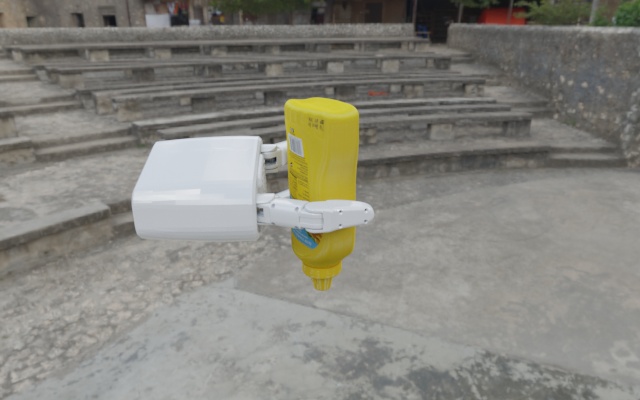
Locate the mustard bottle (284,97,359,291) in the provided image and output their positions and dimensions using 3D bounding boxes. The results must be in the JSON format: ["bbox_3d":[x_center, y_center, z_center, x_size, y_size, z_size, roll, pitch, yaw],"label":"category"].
[{"bbox_3d":[0.000,0.001,0.467,0.058,0.192,0.096,-10,23,-25],"label":"mustard bottle"}]
